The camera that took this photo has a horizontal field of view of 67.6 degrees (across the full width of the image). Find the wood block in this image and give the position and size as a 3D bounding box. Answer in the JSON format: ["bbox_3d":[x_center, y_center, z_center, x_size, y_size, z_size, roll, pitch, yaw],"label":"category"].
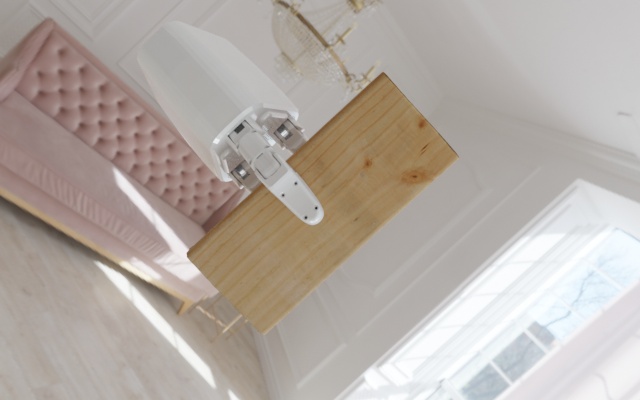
[{"bbox_3d":[0.000,0.001,0.406,0.206,0.090,0.091,-43,4,2],"label":"wood block"}]
